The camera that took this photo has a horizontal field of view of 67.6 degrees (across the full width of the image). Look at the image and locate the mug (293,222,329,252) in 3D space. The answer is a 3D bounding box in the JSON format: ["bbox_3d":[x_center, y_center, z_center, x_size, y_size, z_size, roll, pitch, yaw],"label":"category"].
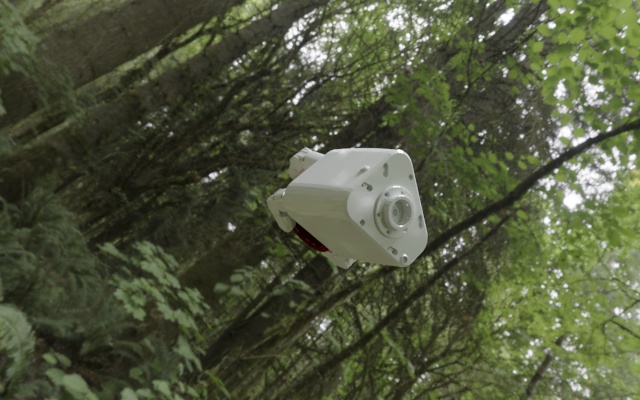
[{"bbox_3d":[-0.001,0.002,0.605,0.081,0.093,0.117,-38,25,-25],"label":"mug"}]
